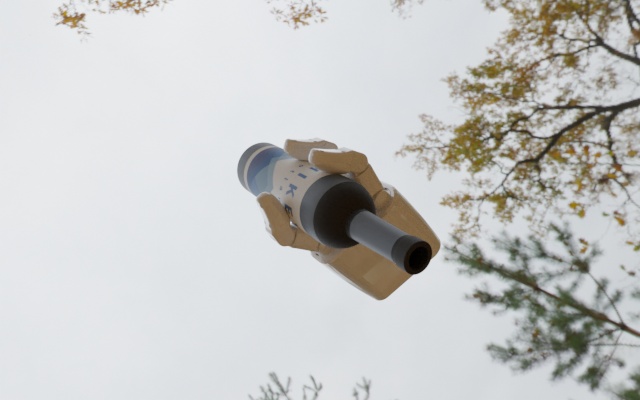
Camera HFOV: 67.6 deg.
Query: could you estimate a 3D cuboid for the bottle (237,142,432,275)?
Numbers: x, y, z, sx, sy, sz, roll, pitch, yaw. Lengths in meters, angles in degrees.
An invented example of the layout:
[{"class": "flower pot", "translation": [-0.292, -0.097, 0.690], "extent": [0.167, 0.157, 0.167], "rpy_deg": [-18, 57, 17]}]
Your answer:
[{"class": "bottle", "translation": [0.000, 0.001, 0.476], "extent": [0.069, 0.069, 0.295], "rpy_deg": [0, 16, -31]}]
